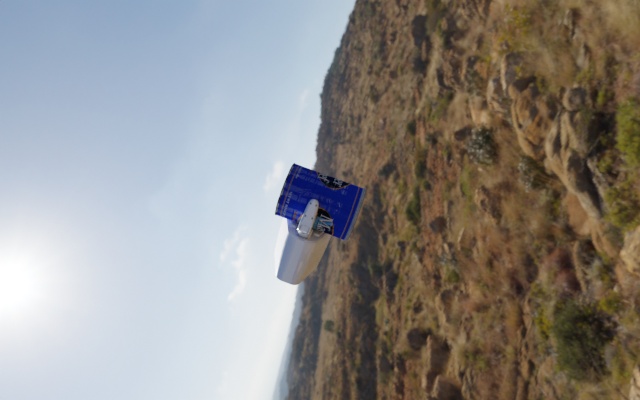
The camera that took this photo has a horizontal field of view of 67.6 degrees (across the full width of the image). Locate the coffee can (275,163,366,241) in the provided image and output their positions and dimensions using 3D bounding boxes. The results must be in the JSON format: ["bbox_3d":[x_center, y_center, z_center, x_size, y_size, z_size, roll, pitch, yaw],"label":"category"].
[{"bbox_3d":[0.000,0.003,0.871,0.140,0.103,0.103,20,0,1],"label":"coffee can"}]
